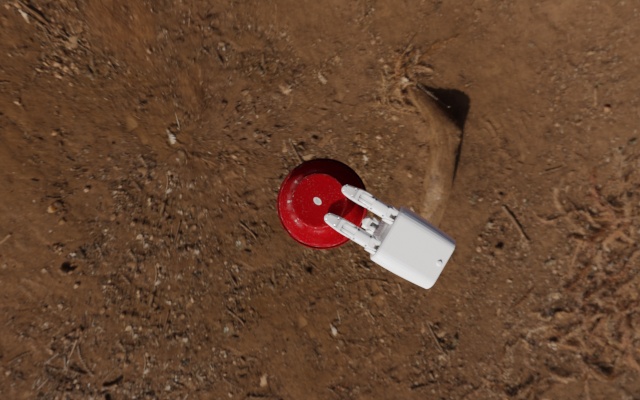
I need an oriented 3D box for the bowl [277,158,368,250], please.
[{"bbox_3d":[-0.001,0.002,0.812,0.162,0.162,0.055,0,-6,6],"label":"bowl"}]
